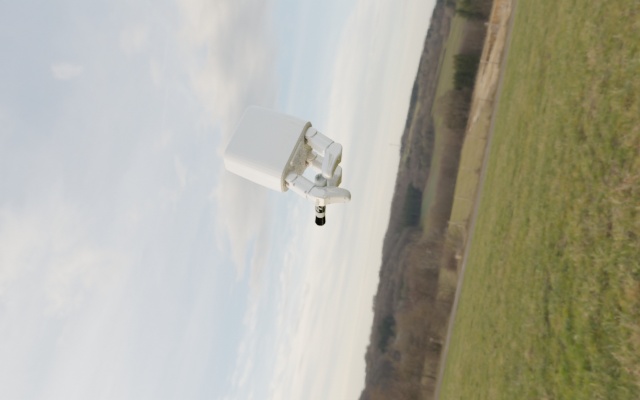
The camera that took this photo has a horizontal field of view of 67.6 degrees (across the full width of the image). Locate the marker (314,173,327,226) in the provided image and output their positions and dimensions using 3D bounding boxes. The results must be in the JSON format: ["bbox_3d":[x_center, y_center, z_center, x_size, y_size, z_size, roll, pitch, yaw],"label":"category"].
[{"bbox_3d":[0.000,0.002,0.749,0.020,0.020,0.121,0,-36,0],"label":"marker"}]
